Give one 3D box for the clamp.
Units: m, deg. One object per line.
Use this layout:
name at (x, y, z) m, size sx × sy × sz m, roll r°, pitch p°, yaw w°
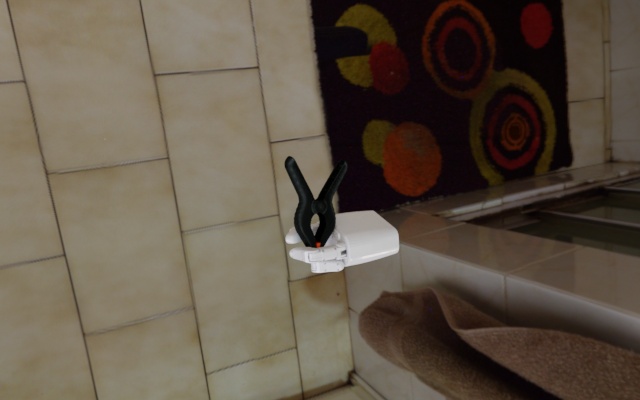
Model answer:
clamp at (0.000, 0.003, 0.831) m, size 0.120 × 0.171 × 0.039 m, roll -9°, pitch 10°, yaw -24°
